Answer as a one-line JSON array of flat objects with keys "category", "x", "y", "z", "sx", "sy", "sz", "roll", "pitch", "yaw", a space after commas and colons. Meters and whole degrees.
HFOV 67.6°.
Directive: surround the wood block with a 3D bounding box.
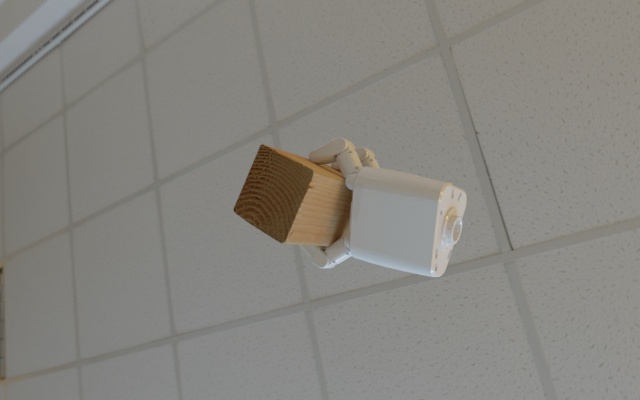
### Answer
[{"category": "wood block", "x": 0.000, "y": 0.002, "z": 0.623, "sx": 0.090, "sy": 0.091, "sz": 0.206, "roll": 29, "pitch": 9, "yaw": 32}]
